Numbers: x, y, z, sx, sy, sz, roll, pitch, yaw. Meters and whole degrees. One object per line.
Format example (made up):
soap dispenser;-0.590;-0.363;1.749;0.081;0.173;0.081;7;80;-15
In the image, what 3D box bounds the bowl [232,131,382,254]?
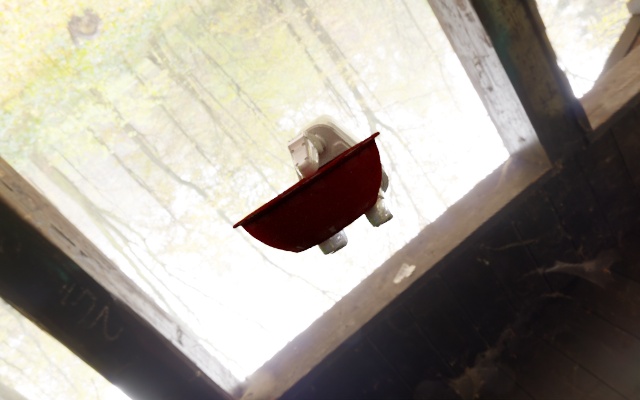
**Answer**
bowl;0.000;0.002;0.444;0.162;0.055;0.162;-33;4;2
